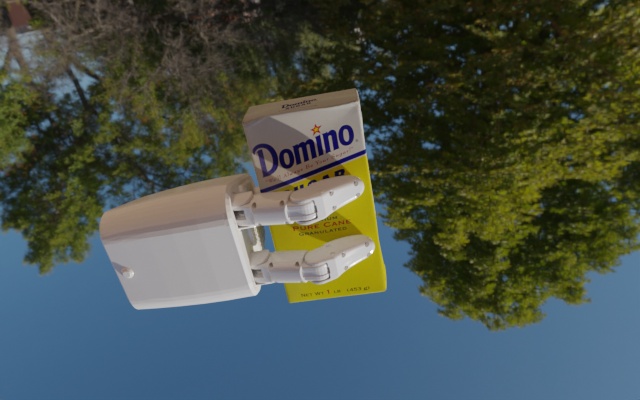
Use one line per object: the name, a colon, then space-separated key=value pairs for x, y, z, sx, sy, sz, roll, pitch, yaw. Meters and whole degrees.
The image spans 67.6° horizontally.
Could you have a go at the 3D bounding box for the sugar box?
sugar box: x=0.000 y=0.002 z=0.409 sx=0.093 sy=0.176 sz=0.048 roll=-9 pitch=27 yaw=6
